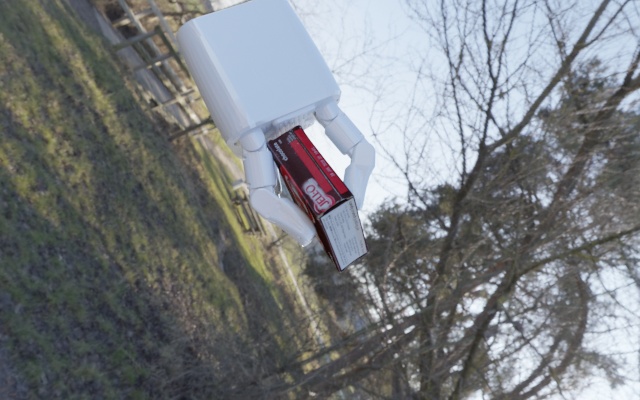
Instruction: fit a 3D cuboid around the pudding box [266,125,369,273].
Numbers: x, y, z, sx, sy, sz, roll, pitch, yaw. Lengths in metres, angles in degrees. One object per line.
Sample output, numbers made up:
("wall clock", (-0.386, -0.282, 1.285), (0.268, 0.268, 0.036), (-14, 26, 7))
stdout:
("pudding box", (0.000, 0.001, 0.422), (0.039, 0.090, 0.114), (-31, -32, -4))
